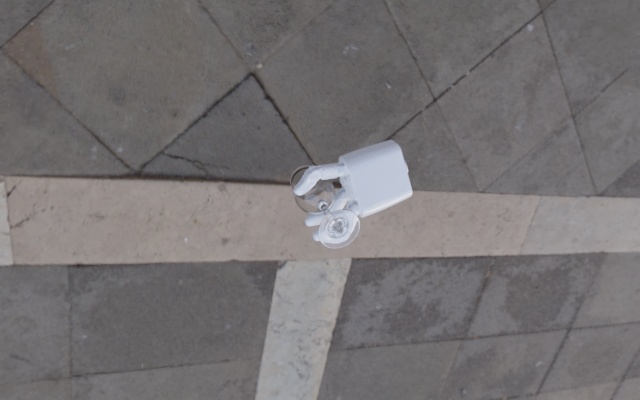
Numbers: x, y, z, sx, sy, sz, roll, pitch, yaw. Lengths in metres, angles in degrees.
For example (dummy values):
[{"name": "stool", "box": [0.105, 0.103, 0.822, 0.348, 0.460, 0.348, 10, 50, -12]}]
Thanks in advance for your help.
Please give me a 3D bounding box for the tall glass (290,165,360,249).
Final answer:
[{"name": "tall glass", "box": [0.000, 0.003, 0.868, 0.079, 0.079, 0.201, 0, 27, -21]}]
